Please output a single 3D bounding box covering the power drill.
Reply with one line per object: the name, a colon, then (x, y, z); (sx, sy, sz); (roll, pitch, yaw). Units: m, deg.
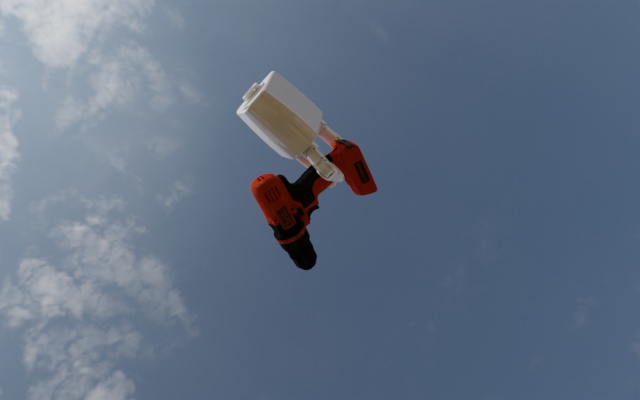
power drill: (0.000, 0.002, 0.779); (0.187, 0.184, 0.057); (-35, 31, -15)
